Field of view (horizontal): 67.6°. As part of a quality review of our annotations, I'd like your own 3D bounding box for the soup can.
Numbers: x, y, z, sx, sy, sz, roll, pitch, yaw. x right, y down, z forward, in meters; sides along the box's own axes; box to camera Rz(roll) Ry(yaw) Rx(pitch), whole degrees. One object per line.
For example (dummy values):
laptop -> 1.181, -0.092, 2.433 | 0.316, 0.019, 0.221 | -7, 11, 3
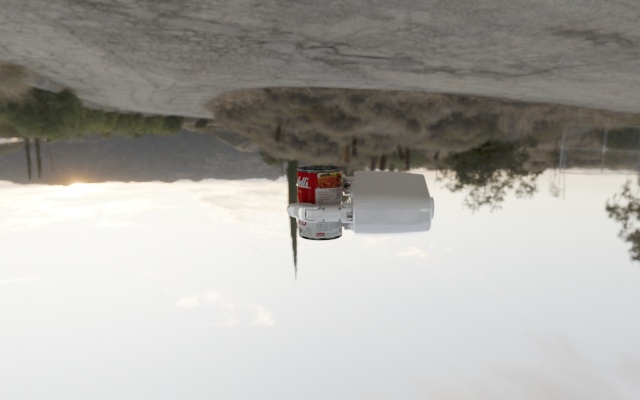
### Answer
soup can -> 0.000, 0.003, 0.704 | 0.068, 0.102, 0.068 | 0, 10, 0
